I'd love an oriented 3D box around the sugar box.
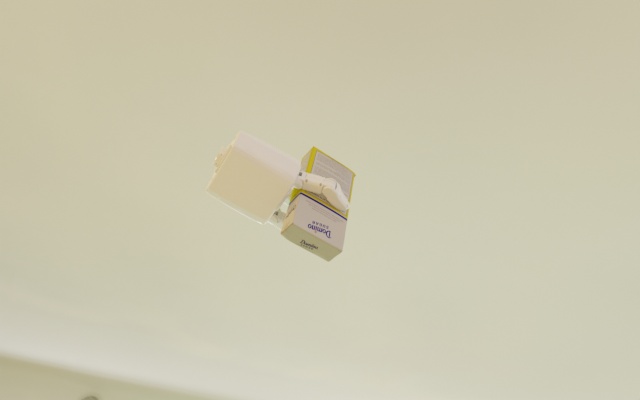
[{"bbox_3d":[0.000,0.003,0.767,0.093,0.176,0.048,31,-44,-17],"label":"sugar box"}]
